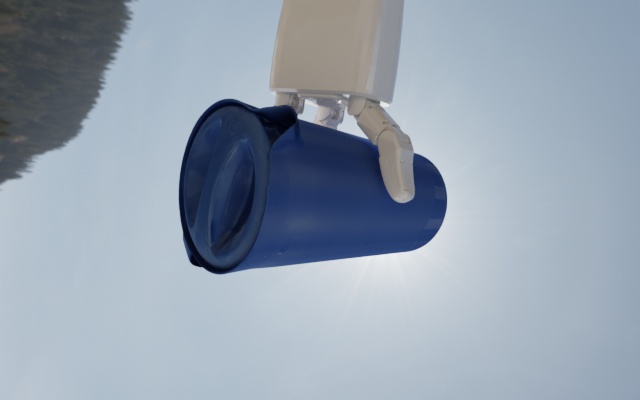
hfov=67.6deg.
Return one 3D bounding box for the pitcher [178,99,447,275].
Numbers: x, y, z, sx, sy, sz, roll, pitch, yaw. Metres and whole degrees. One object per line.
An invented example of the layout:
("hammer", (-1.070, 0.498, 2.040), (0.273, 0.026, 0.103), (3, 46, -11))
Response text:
("pitcher", (0.000, 0.001, 0.444), (0.243, 0.145, 0.149), (5, 3, -42))
